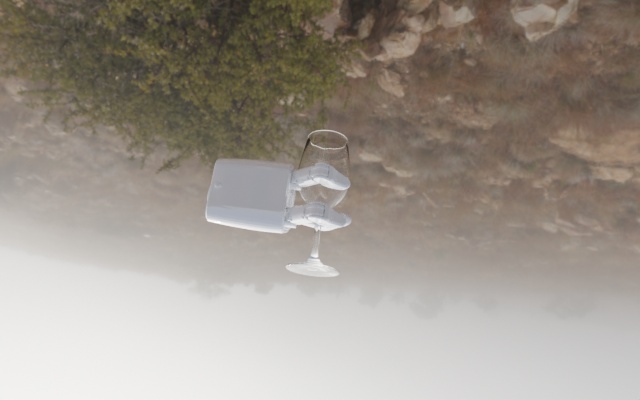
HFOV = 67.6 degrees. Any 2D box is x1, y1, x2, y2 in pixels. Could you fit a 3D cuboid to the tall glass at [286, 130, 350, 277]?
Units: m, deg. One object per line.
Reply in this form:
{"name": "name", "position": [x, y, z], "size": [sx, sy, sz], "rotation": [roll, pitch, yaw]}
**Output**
{"name": "tall glass", "position": [0.000, 0.003, 0.681], "size": [0.079, 0.201, 0.079], "rotation": [6, -20, 2]}
